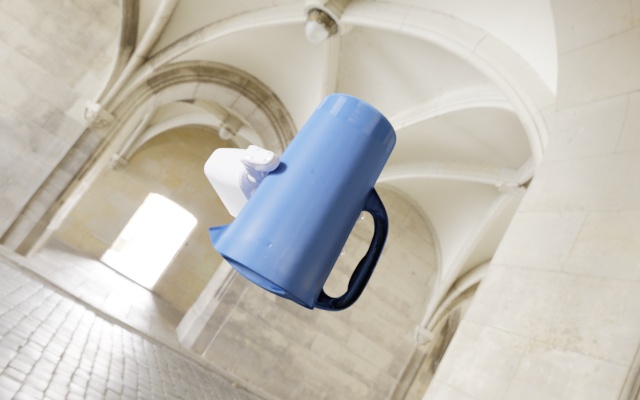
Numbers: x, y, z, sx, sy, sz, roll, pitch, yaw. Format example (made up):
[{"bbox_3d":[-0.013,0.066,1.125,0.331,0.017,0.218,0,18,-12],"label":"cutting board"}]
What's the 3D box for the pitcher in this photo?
[{"bbox_3d":[0.000,0.002,0.570,0.145,0.242,0.149,14,-23,50],"label":"pitcher"}]
